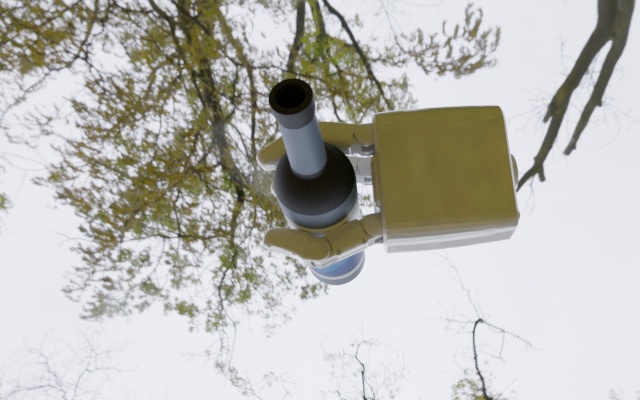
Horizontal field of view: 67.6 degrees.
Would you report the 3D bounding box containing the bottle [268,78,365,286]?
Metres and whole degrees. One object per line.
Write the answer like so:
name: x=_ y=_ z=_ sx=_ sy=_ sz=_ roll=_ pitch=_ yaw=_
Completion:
bottle: x=0.000 y=0.002 z=0.417 sx=0.069 sy=0.069 sz=0.296 roll=0 pitch=-26 yaw=8
